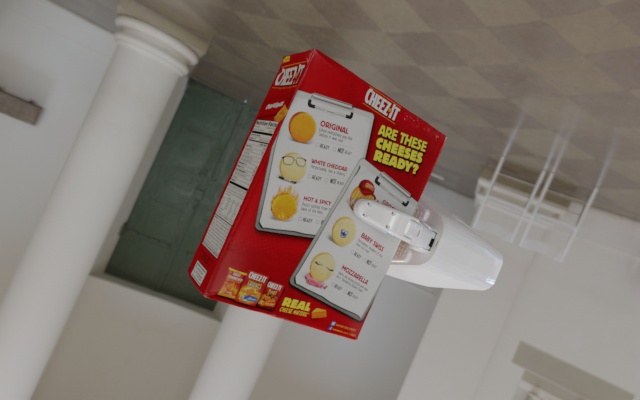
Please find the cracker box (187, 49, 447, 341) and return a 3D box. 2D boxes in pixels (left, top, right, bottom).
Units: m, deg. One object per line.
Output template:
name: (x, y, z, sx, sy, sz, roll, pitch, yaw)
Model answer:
cracker box: (0.000, 0.002, 0.436, 0.164, 0.213, 0.072, 25, -2, -31)
